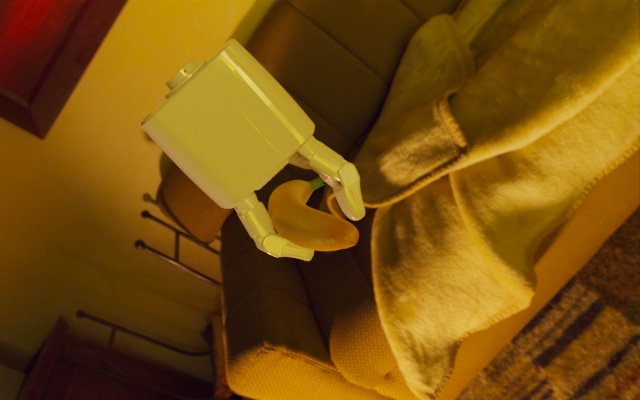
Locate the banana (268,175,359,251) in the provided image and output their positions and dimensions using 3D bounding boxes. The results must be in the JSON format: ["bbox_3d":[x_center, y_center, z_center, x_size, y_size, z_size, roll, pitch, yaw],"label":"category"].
[{"bbox_3d":[-0.017,0.009,0.464,0.069,0.037,0.197,-28,20,0],"label":"banana"}]
